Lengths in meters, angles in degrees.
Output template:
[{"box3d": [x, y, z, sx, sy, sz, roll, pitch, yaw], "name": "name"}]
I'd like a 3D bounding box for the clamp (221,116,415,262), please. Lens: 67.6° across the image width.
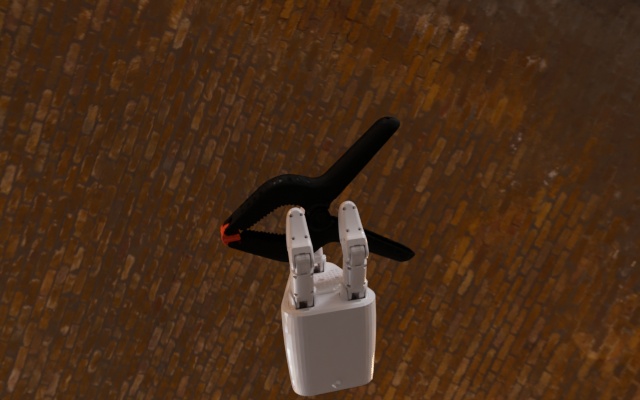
[{"box3d": [-0.001, 0.002, 0.499, 0.210, 0.165, 0.036, -7, 18, -12], "name": "clamp"}]
